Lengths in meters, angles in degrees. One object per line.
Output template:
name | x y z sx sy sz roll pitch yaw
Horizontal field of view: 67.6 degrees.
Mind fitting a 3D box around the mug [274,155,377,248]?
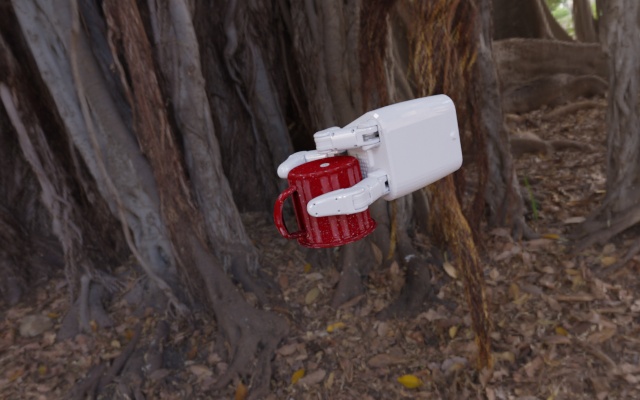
mug | -0.001 0.002 0.530 0.117 0.081 0.093 -21 17 -27
